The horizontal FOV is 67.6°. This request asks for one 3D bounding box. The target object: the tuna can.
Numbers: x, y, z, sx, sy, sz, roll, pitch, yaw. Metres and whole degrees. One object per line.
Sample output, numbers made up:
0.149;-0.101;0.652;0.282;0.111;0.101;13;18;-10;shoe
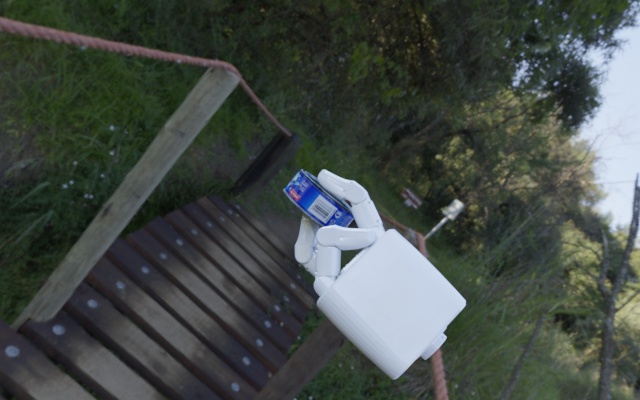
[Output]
0.000;0.001;0.556;0.086;0.034;0.086;39;6;-5;tuna can
